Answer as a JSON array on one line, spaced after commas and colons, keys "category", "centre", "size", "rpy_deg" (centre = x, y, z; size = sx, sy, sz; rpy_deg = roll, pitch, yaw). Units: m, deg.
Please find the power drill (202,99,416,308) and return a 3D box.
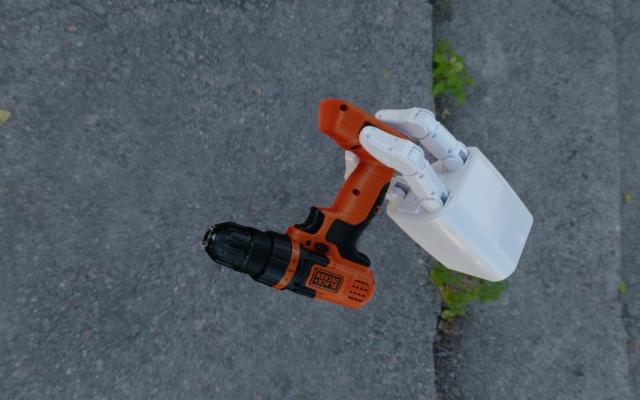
[{"category": "power drill", "centre": [0.001, 0.001, 0.465], "size": [0.184, 0.187, 0.057], "rpy_deg": [23, 1, -29]}]
